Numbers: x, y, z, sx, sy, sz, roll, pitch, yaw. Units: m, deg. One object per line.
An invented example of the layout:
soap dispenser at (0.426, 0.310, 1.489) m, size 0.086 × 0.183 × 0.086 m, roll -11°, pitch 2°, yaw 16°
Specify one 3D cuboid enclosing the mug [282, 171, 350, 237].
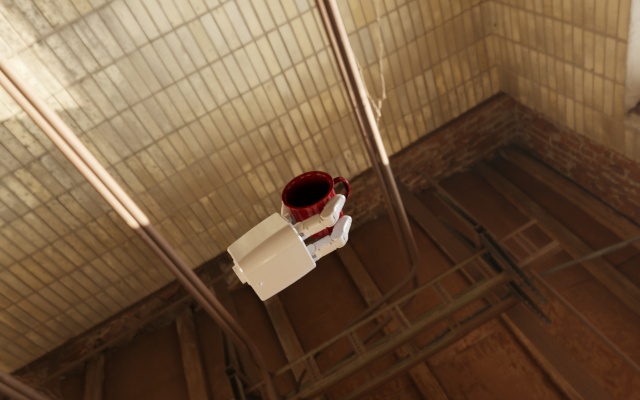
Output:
mug at (0.001, 0.002, 0.830) m, size 0.117 × 0.082 × 0.093 m, roll -33°, pitch 41°, yaw -10°
